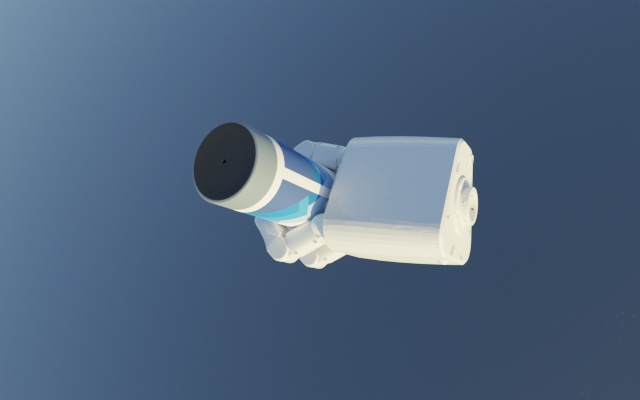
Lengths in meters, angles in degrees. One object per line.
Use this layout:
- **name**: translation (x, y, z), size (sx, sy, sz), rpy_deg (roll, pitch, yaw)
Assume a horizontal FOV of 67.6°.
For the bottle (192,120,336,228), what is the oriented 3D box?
- **bottle**: translation (0.000, 0.002, 0.487), size (0.069, 0.069, 0.296), rpy_deg (0, -12, 31)
